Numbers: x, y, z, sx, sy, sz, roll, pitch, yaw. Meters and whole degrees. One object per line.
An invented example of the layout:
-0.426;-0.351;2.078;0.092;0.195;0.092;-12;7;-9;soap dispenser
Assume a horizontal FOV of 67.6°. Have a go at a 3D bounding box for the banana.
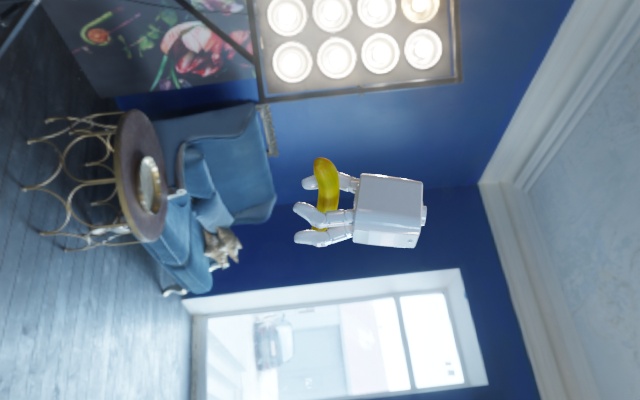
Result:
0.008;-0.007;0.803;0.037;0.198;0.069;20;46;15;banana
